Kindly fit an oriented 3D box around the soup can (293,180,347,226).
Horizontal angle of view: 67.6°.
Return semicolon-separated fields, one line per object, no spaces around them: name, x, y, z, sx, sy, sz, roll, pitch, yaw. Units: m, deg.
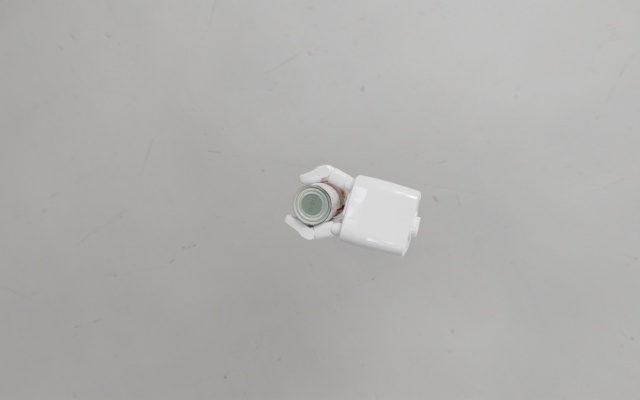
soup can;0.000;0.002;0.811;0.068;0.068;0.102;0;6;17
